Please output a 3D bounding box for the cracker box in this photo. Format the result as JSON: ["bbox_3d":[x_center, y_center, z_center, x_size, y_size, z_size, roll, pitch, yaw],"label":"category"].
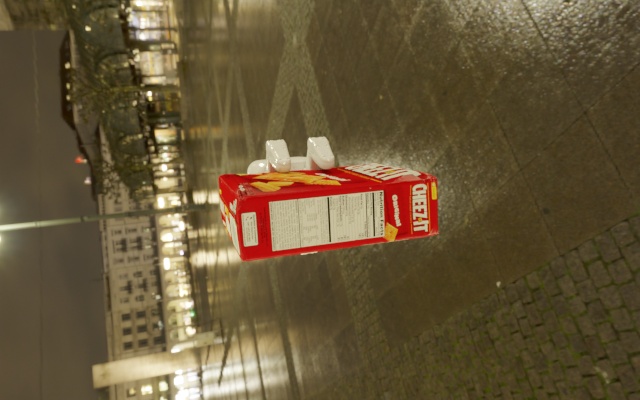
[{"bbox_3d":[0.000,0.002,0.547,0.213,0.072,0.164,-6,12,-16],"label":"cracker box"}]
